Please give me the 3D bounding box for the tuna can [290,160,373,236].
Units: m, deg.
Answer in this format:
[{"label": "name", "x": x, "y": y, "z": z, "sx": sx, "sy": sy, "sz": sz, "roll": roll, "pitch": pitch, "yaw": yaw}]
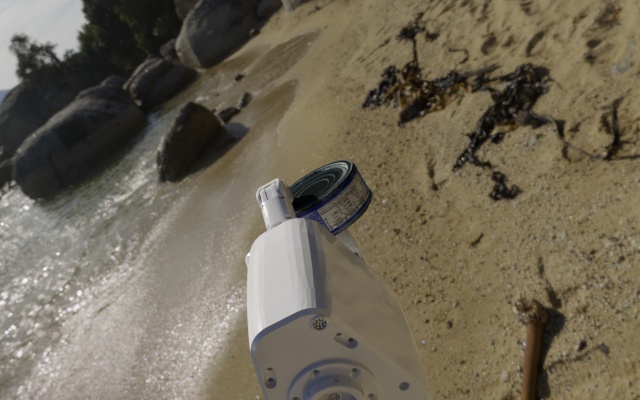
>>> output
[{"label": "tuna can", "x": 0.000, "y": 0.001, "z": 0.415, "sx": 0.086, "sy": 0.034, "sz": 0.086, "roll": -29, "pitch": 19, "yaw": 11}]
